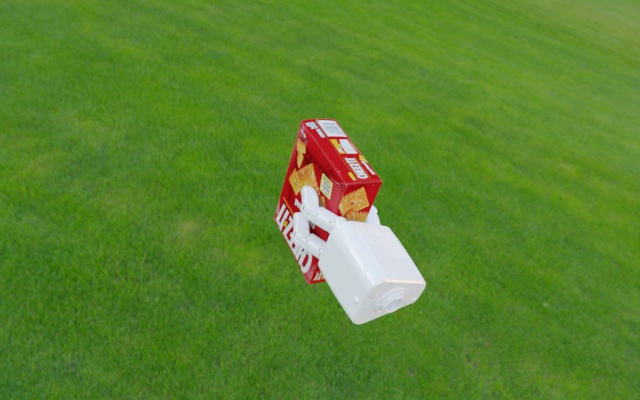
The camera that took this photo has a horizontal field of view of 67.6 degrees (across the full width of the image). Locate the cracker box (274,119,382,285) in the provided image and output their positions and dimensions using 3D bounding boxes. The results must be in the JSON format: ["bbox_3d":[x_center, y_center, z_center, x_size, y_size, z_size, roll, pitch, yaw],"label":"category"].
[{"bbox_3d":[0.000,0.002,0.763,0.072,0.214,0.164,-5,44,-29],"label":"cracker box"}]
